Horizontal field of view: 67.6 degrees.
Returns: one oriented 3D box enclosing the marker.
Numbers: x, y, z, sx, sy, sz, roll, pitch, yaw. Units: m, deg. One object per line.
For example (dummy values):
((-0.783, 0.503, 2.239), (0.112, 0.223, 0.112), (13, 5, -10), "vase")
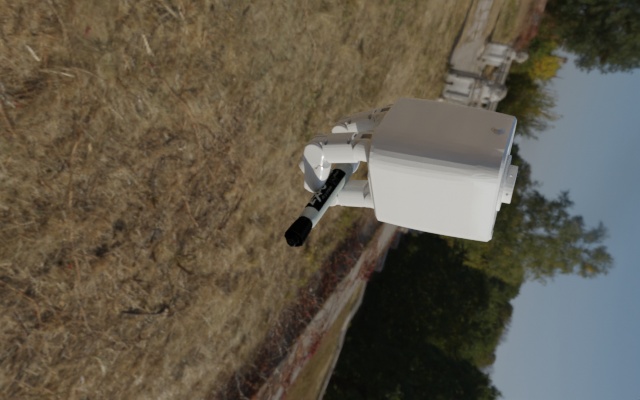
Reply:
((0.000, 0.001, 0.449), (0.020, 0.020, 0.121), (0, 35, 31), "marker")
